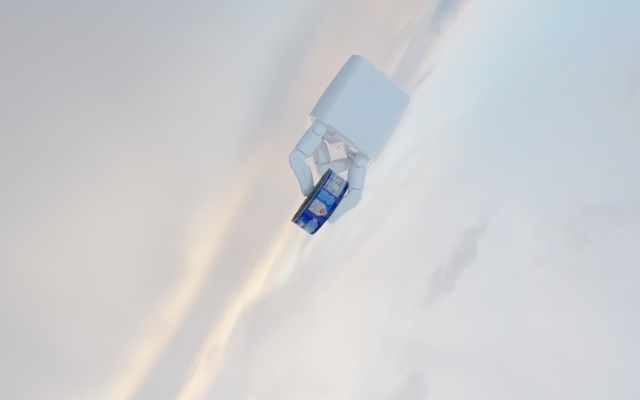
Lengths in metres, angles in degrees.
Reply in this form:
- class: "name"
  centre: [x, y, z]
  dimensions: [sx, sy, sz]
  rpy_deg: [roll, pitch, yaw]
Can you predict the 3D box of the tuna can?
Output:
- class: "tuna can"
  centre: [0.001, 0.002, 0.620]
  dimensions: [0.034, 0.086, 0.086]
  rpy_deg: [36, -3, -5]
